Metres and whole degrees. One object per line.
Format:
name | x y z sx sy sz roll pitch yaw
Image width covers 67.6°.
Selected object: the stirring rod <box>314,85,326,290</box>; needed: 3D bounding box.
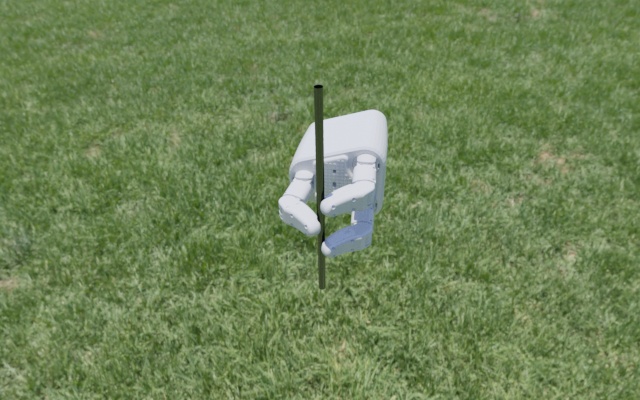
stirring rod | 0.000 0.002 0.471 0.011 0.240 0.011 -1 36 1
